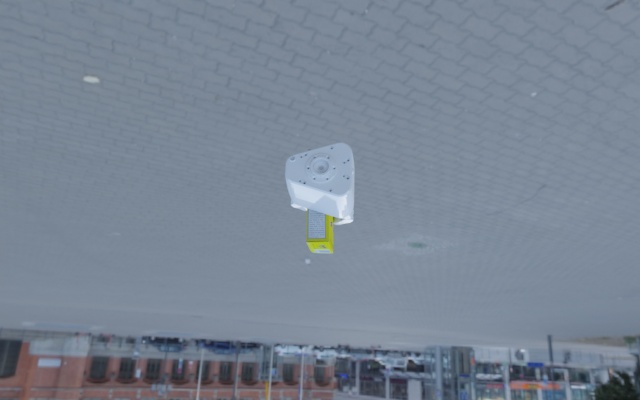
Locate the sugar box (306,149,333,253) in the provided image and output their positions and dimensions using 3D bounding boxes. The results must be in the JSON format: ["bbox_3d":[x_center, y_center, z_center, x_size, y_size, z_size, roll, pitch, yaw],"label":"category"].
[{"bbox_3d":[0.001,0.003,0.883,0.048,0.176,0.093,0,-18,6],"label":"sugar box"}]
